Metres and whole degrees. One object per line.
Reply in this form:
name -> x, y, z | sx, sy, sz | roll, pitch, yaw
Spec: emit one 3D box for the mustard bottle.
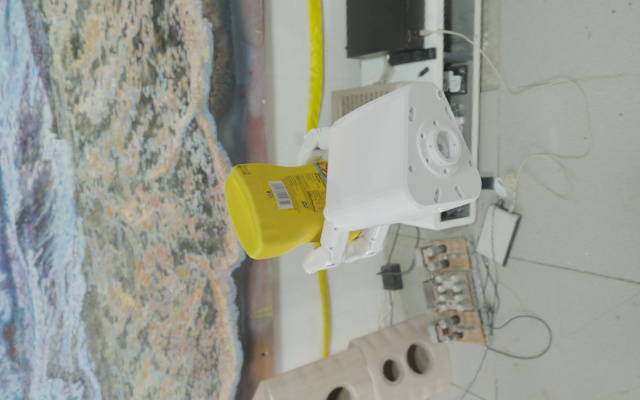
mustard bottle -> 0.000, 0.002, 0.517 | 0.191, 0.096, 0.058 | -7, -31, -34
